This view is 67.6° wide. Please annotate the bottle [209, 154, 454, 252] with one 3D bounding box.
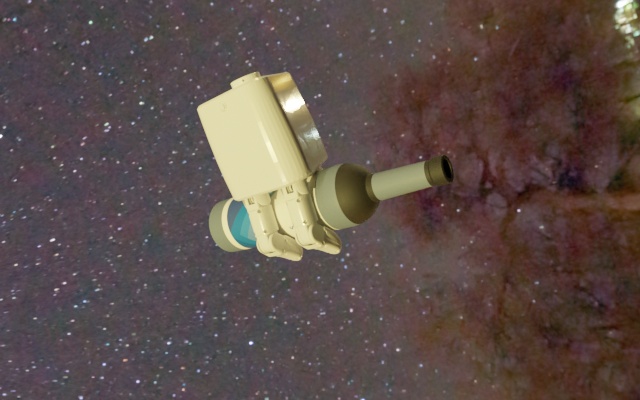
[{"bbox_3d":[0.000,0.002,0.519,0.296,0.069,0.069,-15,-9,36],"label":"bottle"}]
